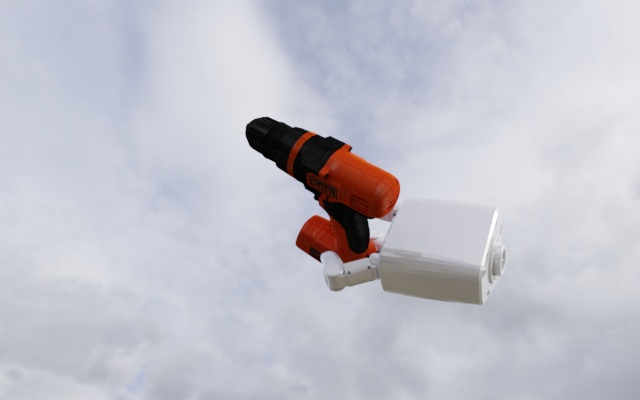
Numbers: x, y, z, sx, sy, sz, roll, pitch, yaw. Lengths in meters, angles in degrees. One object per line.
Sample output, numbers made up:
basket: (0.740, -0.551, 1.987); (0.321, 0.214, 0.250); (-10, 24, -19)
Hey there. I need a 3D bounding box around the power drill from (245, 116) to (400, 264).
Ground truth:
power drill: (0.000, 0.002, 0.542); (0.184, 0.057, 0.188); (31, -27, 25)
